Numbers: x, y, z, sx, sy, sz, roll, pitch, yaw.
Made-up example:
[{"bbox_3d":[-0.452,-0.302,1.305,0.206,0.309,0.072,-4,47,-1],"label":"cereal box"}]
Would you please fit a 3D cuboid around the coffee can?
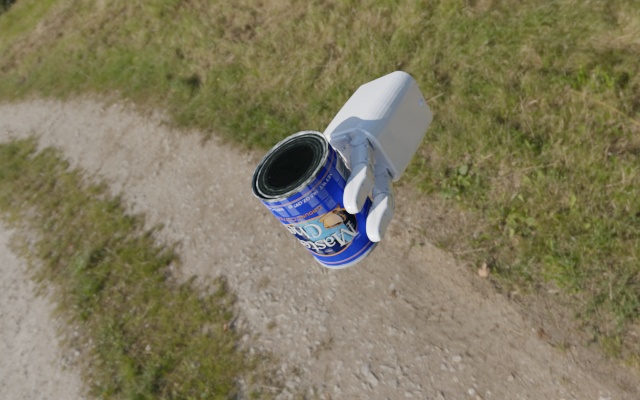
[{"bbox_3d":[0.000,0.002,0.569,0.103,0.102,0.140,0,-37,39],"label":"coffee can"}]
